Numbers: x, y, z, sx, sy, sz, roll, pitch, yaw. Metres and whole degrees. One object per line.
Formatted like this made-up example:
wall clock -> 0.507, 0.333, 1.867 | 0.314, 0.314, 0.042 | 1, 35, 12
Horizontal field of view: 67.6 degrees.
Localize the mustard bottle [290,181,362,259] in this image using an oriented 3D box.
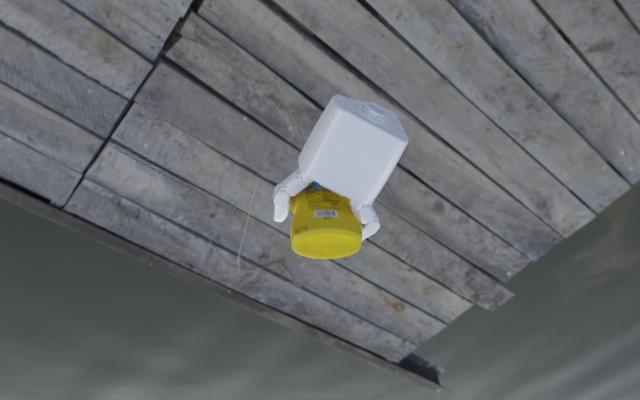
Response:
mustard bottle -> 0.000, 0.003, 0.709 | 0.096, 0.058, 0.191 | -2, 37, -6
